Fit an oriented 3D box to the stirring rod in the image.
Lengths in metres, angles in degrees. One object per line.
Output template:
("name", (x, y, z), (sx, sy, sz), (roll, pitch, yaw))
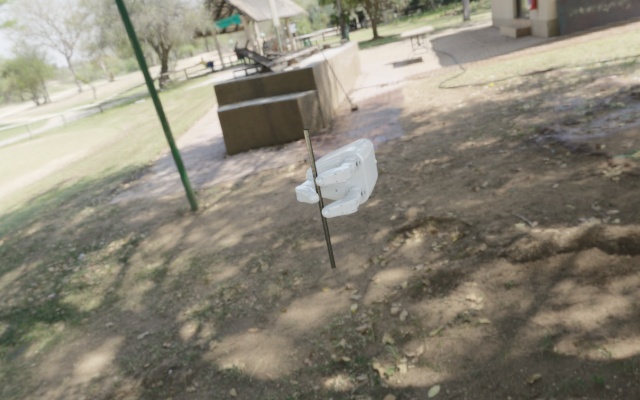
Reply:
("stirring rod", (0.000, 0.003, 0.774), (0.011, 0.240, 0.011), (-10, 19, 3))
